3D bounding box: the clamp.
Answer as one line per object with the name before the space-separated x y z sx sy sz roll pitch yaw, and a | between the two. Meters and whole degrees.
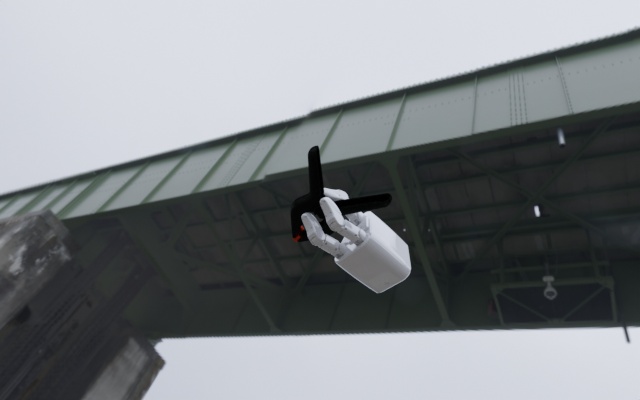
clamp | 0.000 0.003 0.853 0.164 0.036 0.210 39 -51 -14
